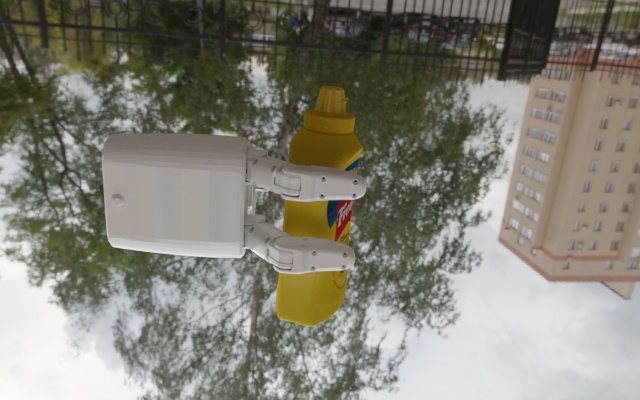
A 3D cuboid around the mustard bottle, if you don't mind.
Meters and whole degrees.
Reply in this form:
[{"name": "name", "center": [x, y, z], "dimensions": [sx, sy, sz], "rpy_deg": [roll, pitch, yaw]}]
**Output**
[{"name": "mustard bottle", "center": [0.000, 0.002, 0.405], "dimensions": [0.058, 0.192, 0.096], "rpy_deg": [11, 20, 17]}]
